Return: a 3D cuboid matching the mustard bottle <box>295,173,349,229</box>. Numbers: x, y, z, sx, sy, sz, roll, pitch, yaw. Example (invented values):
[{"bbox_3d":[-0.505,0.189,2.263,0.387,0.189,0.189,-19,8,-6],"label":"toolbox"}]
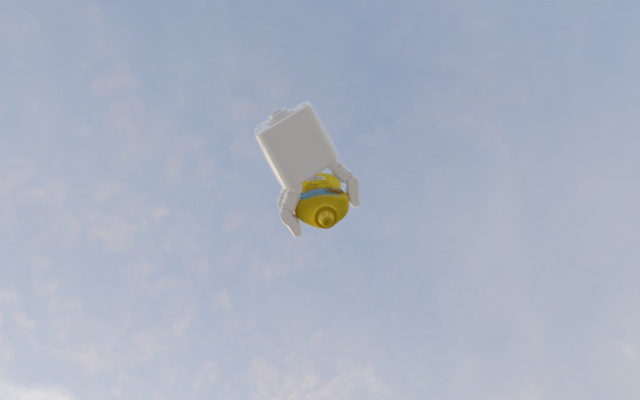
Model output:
[{"bbox_3d":[0.000,0.003,0.845,0.096,0.058,0.191,-5,19,-5],"label":"mustard bottle"}]
